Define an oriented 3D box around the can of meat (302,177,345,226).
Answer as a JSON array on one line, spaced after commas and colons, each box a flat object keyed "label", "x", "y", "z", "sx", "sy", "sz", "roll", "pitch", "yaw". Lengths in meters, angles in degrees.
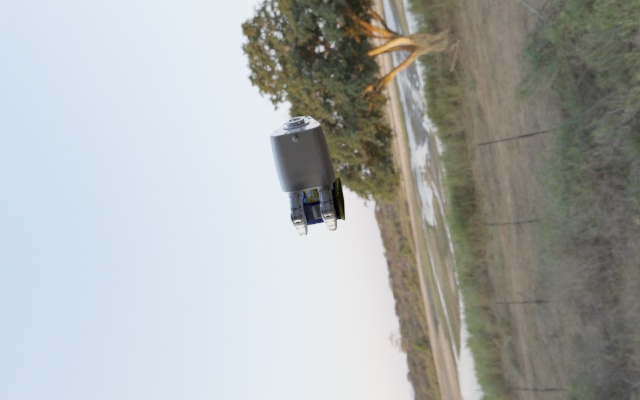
[{"label": "can of meat", "x": 0.000, "y": 0.003, "z": 0.895, "sx": 0.084, "sy": 0.057, "sz": 0.102, "roll": -11, "pitch": 26, "yaw": 7}]
